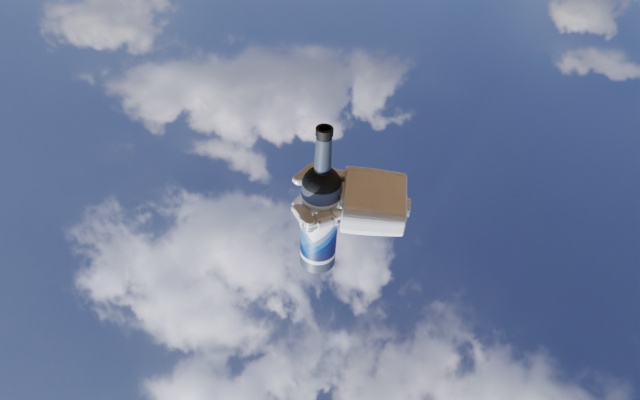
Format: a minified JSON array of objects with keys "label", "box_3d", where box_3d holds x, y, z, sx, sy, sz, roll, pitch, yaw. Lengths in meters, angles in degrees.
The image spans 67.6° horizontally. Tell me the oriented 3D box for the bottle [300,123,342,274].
[{"label":"bottle","box_3d":[0.000,0.003,0.811,0.069,0.296,0.069,2,41,-2]}]
